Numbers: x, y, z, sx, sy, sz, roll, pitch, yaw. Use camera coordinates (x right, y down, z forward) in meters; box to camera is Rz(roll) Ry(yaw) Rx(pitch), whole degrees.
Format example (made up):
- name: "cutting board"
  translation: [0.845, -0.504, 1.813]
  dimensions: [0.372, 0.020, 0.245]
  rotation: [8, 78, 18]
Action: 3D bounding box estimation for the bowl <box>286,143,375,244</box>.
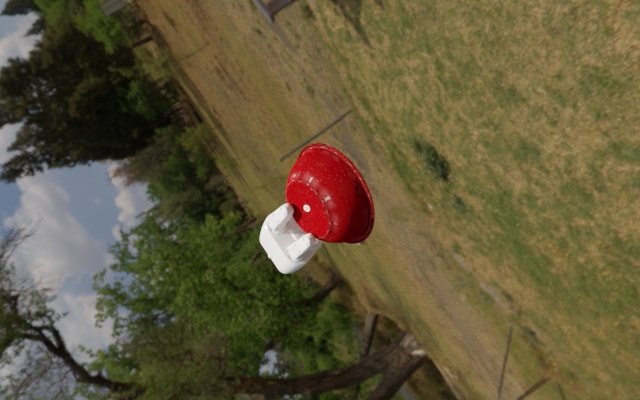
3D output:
- name: "bowl"
  translation: [0.000, 0.002, 0.685]
  dimensions: [0.055, 0.162, 0.162]
  rotation: [-30, 18, -34]
